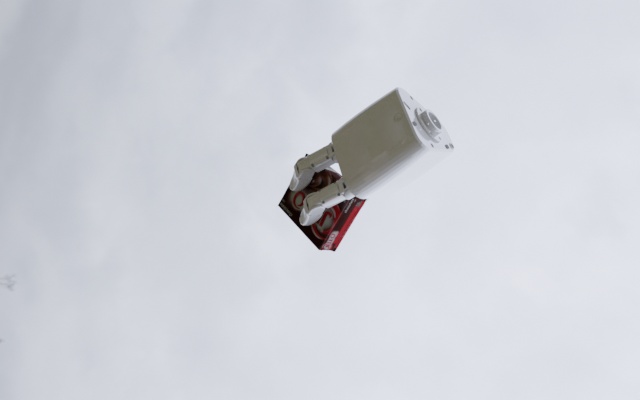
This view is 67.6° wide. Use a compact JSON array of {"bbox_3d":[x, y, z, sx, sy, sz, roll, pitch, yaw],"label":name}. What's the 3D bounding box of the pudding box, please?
[{"bbox_3d":[0.000,0.002,0.656,0.039,0.090,0.113,15,21,-44],"label":"pudding box"}]
